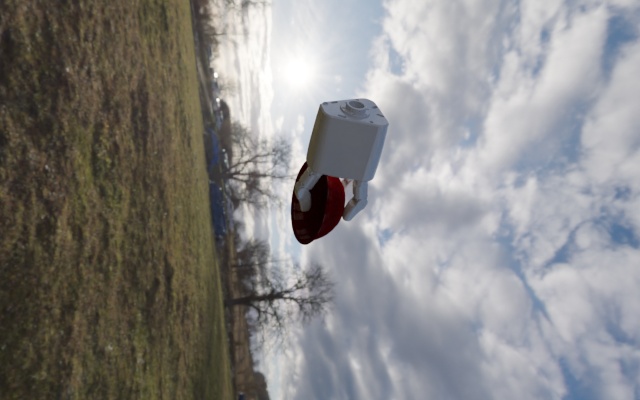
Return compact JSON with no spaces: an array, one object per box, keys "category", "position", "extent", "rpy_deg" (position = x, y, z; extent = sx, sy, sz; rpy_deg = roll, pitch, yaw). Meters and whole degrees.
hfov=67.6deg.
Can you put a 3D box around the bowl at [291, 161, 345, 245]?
[{"category":"bowl","position":[0.000,0.004,0.872],"extent":[0.055,0.162,0.162],"rpy_deg":[8,-4,-25]}]
